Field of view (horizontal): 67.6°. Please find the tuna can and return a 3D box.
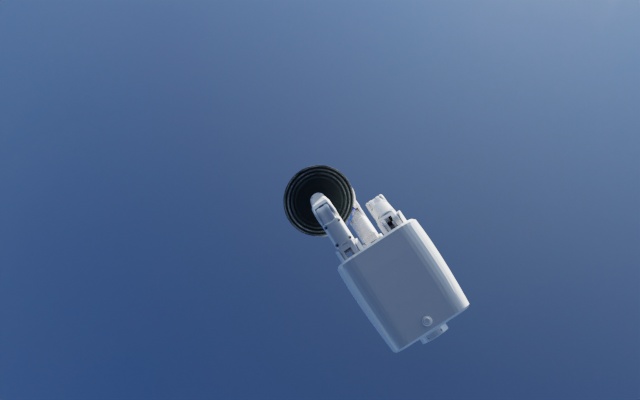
[{"bbox_3d":[0.000,0.002,0.583,0.086,0.086,0.034,0,-8,10],"label":"tuna can"}]
